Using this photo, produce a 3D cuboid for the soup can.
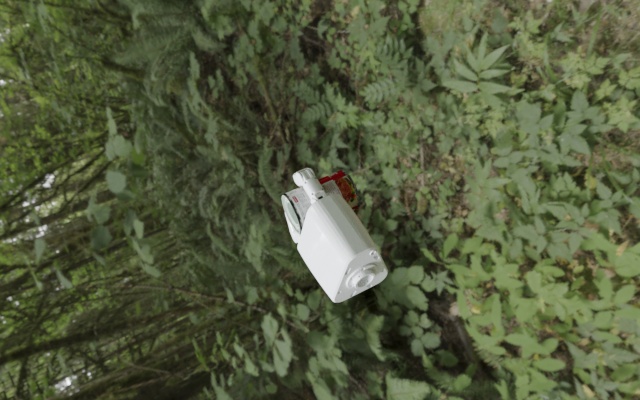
[{"bbox_3d":[0.000,0.002,0.732,0.102,0.068,0.068,-23,7,-16],"label":"soup can"}]
